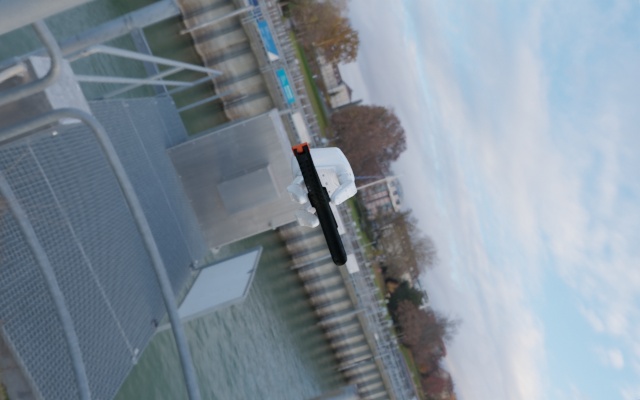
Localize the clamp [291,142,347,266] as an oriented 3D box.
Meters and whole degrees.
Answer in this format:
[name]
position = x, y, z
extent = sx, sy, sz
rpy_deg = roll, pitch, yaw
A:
[clamp]
position = 0.001, 0.002, 0.831
extent = 0.036, 0.210, 0.164
rpy_deg = -20, 26, 1
